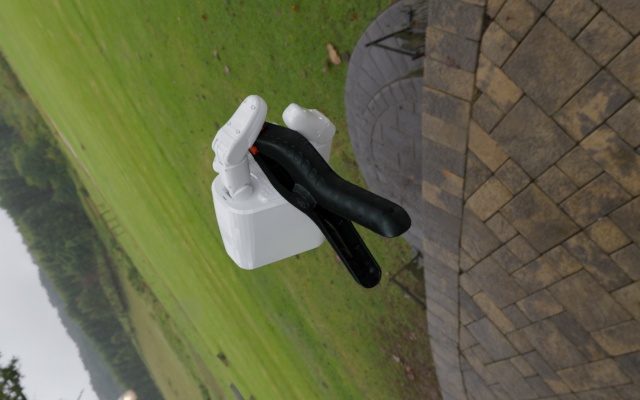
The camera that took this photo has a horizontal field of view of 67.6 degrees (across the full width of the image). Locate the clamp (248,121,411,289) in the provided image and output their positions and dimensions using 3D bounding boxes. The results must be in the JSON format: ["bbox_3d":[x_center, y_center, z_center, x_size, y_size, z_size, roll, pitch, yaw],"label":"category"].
[{"bbox_3d":[0.000,0.001,0.402,0.039,0.120,0.171,-33,59,-28],"label":"clamp"}]
